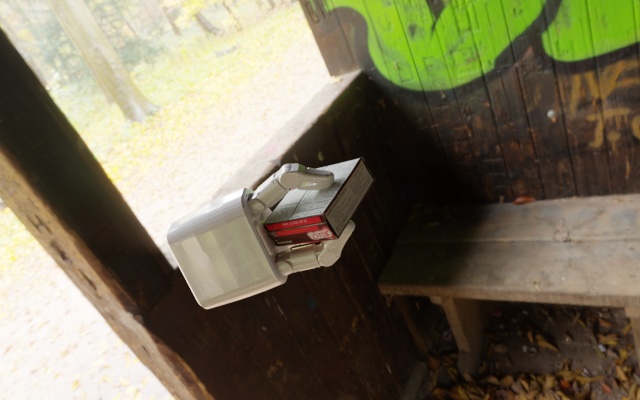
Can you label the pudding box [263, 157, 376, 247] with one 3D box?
[{"bbox_3d":[0.000,0.002,0.544,0.090,0.039,0.113,-10,33,38],"label":"pudding box"}]
